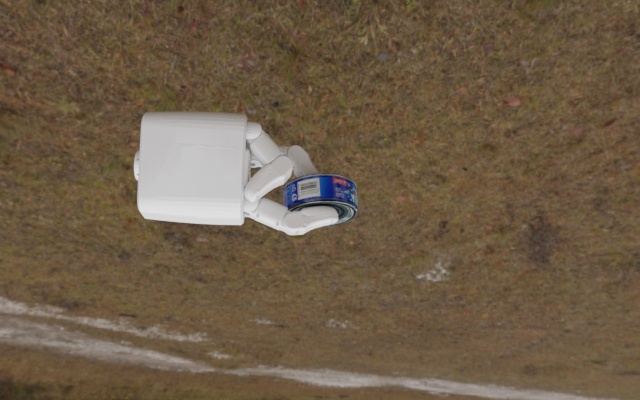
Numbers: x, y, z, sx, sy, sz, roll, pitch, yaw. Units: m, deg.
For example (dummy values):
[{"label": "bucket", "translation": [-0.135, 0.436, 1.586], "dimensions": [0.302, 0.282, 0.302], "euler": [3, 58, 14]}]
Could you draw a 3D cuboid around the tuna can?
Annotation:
[{"label": "tuna can", "translation": [0.000, 0.002, 0.548], "dimensions": [0.086, 0.033, 0.086], "euler": [-3, -23, -1]}]
